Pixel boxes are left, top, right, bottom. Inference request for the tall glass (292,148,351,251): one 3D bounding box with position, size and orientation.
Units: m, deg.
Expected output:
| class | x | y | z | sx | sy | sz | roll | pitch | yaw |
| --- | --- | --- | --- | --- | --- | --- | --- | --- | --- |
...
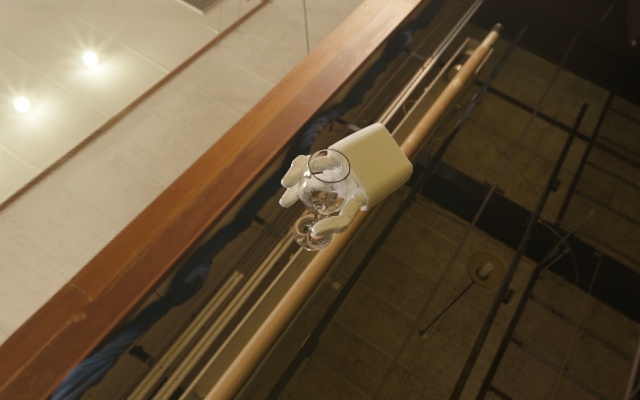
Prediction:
| class | x | y | z | sx | sy | sz | roll | pitch | yaw |
| --- | --- | --- | --- | --- | --- | --- | --- | --- | --- |
| tall glass | 0.000 | 0.003 | 0.763 | 0.079 | 0.079 | 0.201 | 0 | -32 | -8 |
